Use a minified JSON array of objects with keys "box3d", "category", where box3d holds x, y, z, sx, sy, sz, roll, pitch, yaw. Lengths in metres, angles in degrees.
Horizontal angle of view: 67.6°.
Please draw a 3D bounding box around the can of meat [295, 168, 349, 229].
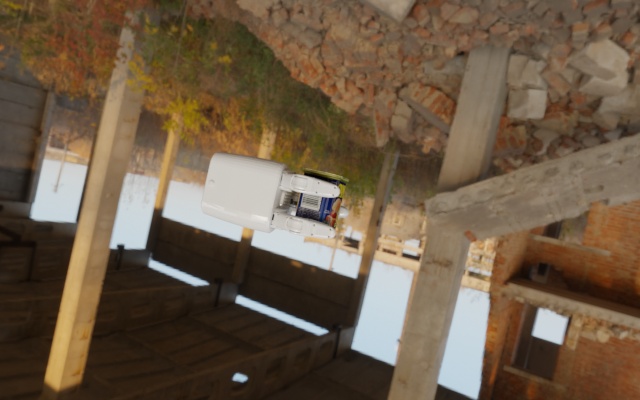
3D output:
[{"box3d":[0.000,0.003,0.683,0.057,0.084,0.102,13,1,10],"category":"can of meat"}]
